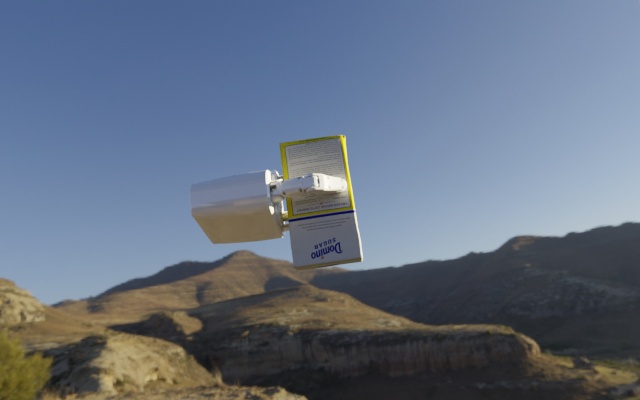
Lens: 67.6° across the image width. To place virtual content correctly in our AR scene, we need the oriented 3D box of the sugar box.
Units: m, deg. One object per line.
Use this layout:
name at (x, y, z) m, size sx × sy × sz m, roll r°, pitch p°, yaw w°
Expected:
sugar box at (0.000, 0.002, 0.656) m, size 0.093 × 0.176 × 0.048 m, roll -8°, pitch -13°, yaw 3°
